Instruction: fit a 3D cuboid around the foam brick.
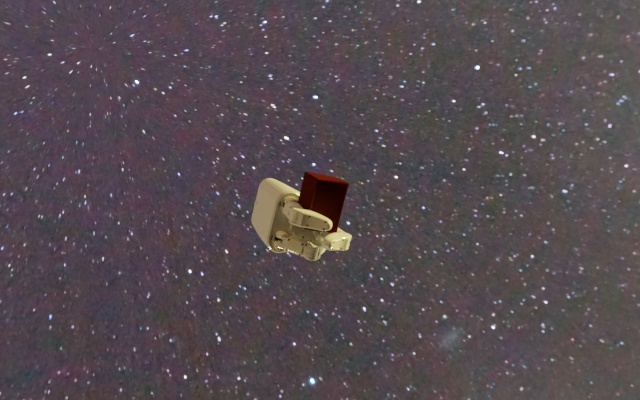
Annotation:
[{"bbox_3d":[0.000,0.002,0.698,0.053,0.078,0.051,9,12,-25],"label":"foam brick"}]
